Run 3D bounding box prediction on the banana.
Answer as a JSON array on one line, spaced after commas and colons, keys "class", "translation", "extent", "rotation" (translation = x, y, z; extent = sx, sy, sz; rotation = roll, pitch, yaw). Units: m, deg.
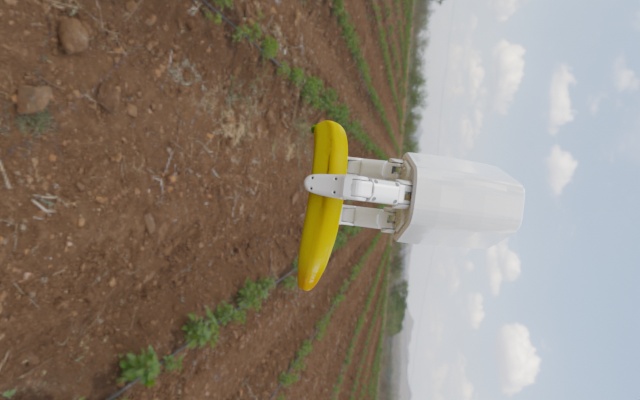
[{"class": "banana", "translation": [0.004, -0.009, 0.492], "extent": [0.037, 0.197, 0.070], "rotation": [10, -25, -8]}]
